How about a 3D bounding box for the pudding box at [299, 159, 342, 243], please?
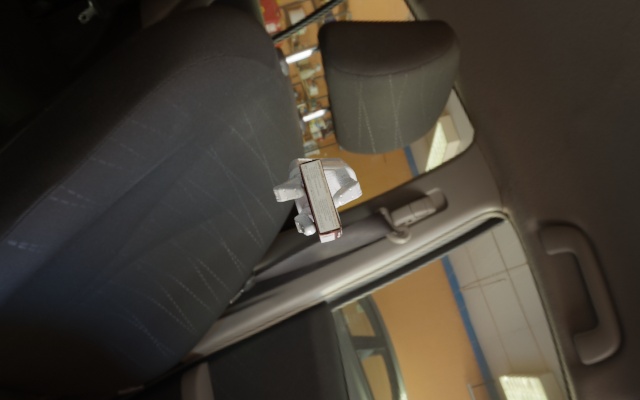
[{"bbox_3d":[0.000,0.002,0.726,0.039,0.113,0.090,-18,-12,-1],"label":"pudding box"}]
